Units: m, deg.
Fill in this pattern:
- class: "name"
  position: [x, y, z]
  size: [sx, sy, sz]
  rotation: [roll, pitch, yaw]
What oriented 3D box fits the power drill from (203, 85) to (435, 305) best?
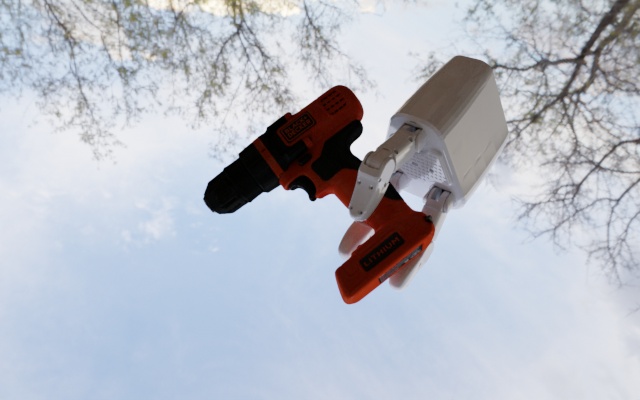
- class: "power drill"
  position: [0.001, 0.002, 0.454]
  size: [0.184, 0.187, 0.057]
  rotation: [-38, -18, 0]
